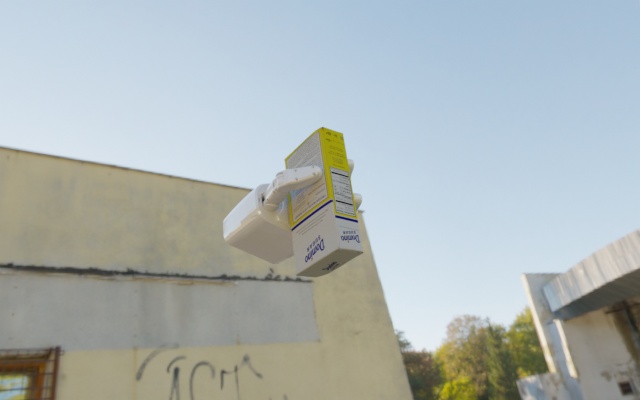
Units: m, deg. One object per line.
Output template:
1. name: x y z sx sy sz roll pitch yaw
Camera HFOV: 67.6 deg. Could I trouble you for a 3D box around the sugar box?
1. sugar box: 0.000 0.002 0.620 0.048 0.176 0.093 11 -32 -35
